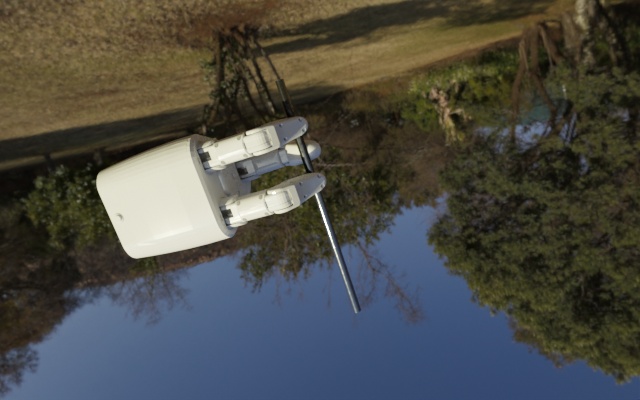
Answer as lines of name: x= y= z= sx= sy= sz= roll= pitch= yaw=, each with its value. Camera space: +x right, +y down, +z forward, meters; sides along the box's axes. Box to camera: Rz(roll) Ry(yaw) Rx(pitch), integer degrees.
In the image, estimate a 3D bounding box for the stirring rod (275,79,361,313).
stirring rod: x=0.000 y=0.001 z=0.461 sx=0.011 sy=0.239 sz=0.011 roll=-18 pitch=13 yaw=4
